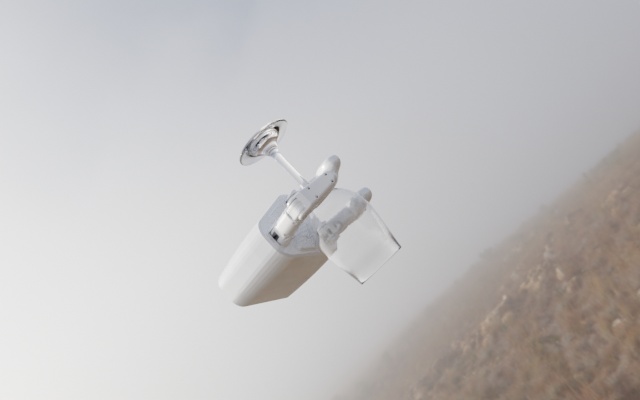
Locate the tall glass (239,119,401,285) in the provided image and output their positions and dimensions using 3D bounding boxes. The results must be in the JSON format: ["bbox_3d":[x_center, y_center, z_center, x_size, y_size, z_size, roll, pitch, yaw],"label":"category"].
[{"bbox_3d":[0.000,0.001,0.546,0.079,0.201,0.079,-42,-11,-10],"label":"tall glass"}]
